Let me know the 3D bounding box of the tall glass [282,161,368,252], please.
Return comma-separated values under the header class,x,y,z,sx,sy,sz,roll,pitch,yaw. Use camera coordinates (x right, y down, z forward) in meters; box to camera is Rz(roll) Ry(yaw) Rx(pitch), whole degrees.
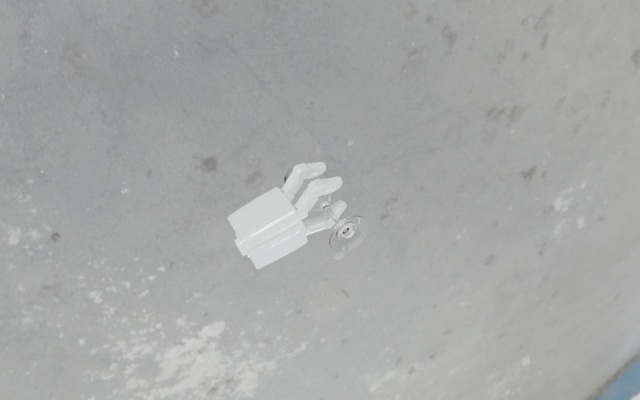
class,x,y,z,sx,sy,sz,roll,pitch,yaw
tall glass,0.001,0.003,0.861,0.079,0.079,0.201,0,33,-34
